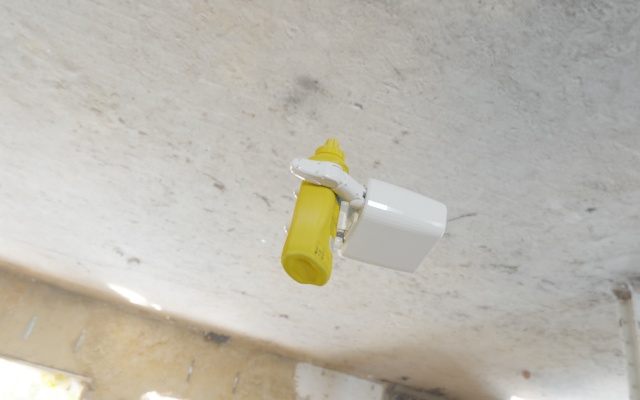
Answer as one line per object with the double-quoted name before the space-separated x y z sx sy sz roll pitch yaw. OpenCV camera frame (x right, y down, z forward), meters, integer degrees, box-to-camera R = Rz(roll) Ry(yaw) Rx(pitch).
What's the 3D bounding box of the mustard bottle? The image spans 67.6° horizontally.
"mustard bottle" 0.000 0.002 0.596 0.058 0.191 0.096 4 -31 14
